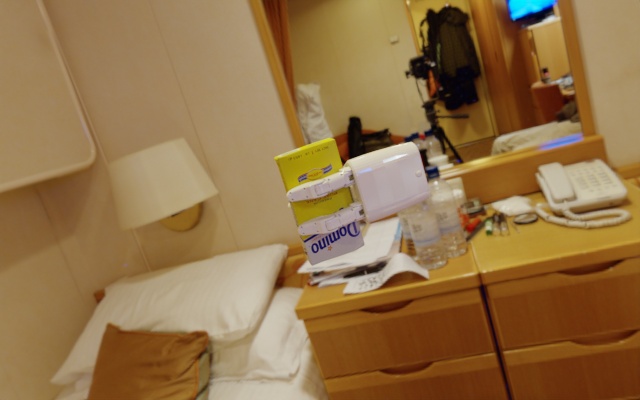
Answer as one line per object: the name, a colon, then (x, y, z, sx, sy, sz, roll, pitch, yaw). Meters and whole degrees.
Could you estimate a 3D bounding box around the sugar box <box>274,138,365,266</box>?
sugar box: (0.000, 0.002, 0.733, 0.093, 0.176, 0.048, -20, 12, -8)
